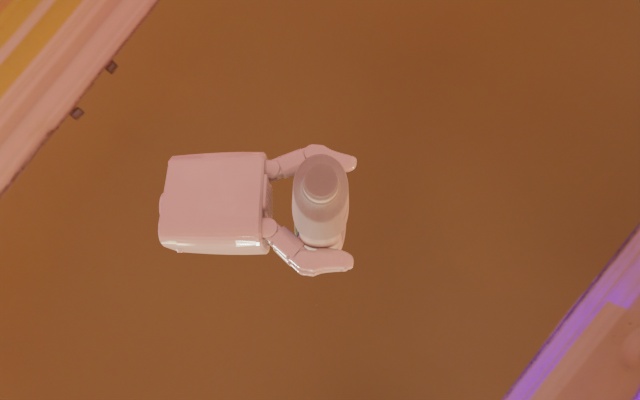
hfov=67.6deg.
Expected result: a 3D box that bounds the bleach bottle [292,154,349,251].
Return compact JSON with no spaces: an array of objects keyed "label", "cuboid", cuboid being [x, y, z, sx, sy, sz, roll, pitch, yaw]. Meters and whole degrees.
[{"label":"bleach bottle","cuboid":[0.000,0.002,0.516,0.068,0.102,0.251,0,-12,0]}]
